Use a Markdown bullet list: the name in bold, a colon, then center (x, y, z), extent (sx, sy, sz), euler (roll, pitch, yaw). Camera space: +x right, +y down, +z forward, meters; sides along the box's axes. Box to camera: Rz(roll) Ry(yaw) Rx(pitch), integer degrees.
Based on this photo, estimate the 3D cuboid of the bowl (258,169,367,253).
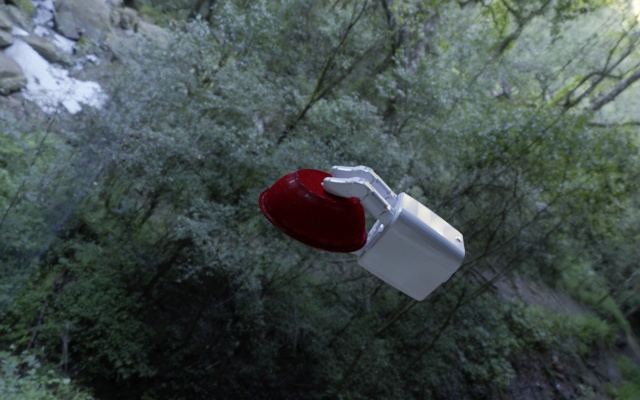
- **bowl**: center (-0.001, 0.001, 0.652), extent (0.162, 0.055, 0.162), euler (19, 24, -9)
